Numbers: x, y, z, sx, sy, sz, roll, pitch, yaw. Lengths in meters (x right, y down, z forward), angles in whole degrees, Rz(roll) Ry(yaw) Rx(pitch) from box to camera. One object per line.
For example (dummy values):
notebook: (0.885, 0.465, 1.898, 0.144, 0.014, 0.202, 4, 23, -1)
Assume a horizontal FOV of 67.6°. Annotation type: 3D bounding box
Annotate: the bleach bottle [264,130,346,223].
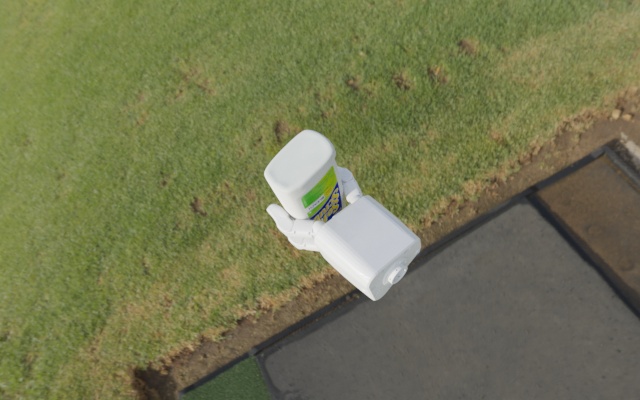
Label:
bleach bottle: (0.000, 0.002, 0.743, 0.068, 0.102, 0.251, 40, -11, 29)
